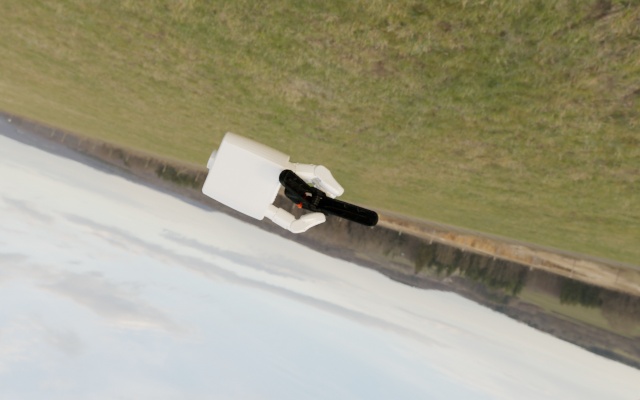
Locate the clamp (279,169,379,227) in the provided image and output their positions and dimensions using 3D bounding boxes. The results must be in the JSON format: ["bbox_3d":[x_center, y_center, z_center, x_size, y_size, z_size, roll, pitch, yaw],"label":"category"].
[{"bbox_3d":[-0.001,0.003,0.787,0.164,0.036,0.210,26,-7,-7],"label":"clamp"}]
